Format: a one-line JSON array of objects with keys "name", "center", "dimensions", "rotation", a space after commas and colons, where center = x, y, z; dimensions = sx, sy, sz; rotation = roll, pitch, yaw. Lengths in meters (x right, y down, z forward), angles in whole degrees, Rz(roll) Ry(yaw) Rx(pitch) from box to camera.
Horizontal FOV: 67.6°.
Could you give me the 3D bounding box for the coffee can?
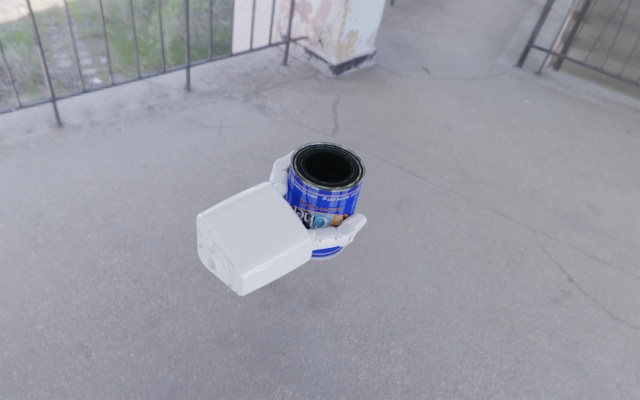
[{"name": "coffee can", "center": [0.000, 0.002, 0.684], "dimensions": [0.103, 0.140, 0.102], "rotation": [6, 43, -6]}]
